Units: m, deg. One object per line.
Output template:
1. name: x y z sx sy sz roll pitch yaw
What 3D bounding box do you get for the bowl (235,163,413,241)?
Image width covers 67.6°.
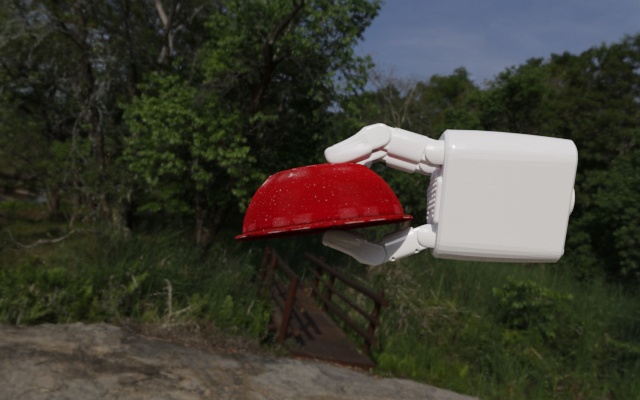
1. bowl: -0.001 0.001 0.438 0.162 0.055 0.162 -7 -5 -1
